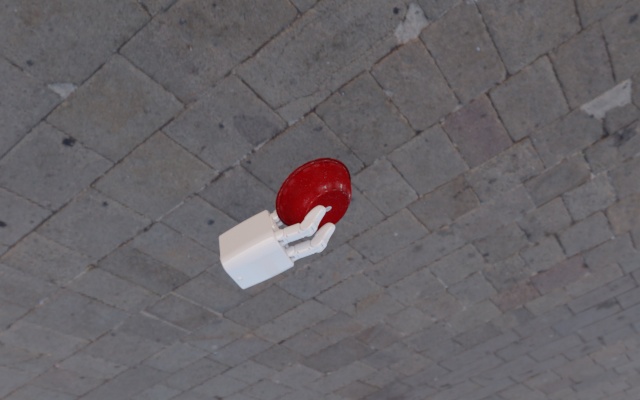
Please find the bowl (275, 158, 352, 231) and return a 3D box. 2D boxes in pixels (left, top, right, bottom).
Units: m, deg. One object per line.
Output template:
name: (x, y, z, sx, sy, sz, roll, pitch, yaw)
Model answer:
bowl: (0.001, 0.002, 0.886, 0.162, 0.162, 0.055, 0, 34, -36)
